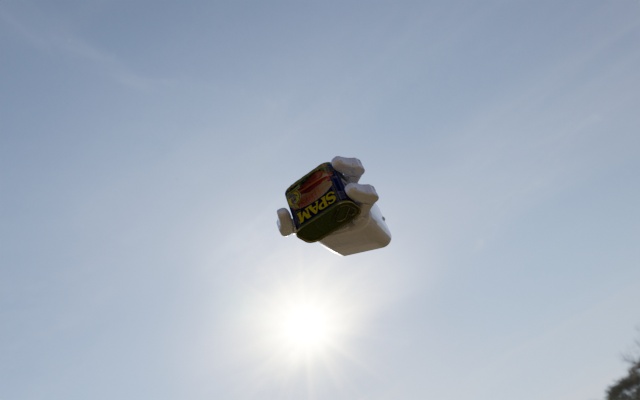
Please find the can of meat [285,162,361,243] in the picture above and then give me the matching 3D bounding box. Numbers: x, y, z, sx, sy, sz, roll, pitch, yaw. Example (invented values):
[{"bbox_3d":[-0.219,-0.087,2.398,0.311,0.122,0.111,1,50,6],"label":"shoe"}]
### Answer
[{"bbox_3d":[0.000,0.002,0.733,0.102,0.084,0.057,-33,-36,18],"label":"can of meat"}]
